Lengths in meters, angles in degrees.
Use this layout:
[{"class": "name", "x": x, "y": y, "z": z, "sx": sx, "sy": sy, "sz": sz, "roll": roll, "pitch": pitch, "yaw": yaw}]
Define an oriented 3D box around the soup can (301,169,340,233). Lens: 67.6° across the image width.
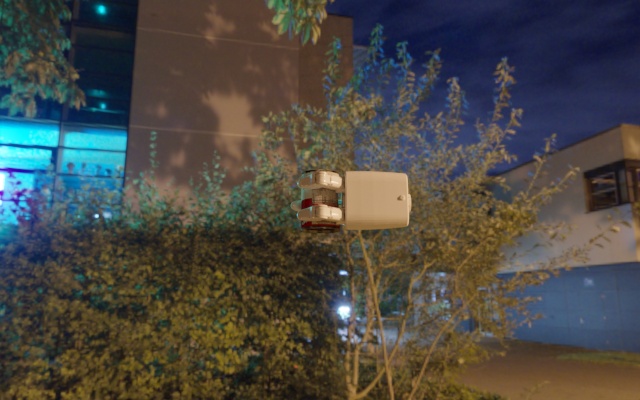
[{"class": "soup can", "x": 0.000, "y": 0.002, "z": 0.830, "sx": 0.068, "sy": 0.102, "sz": 0.068, "roll": 0, "pitch": -11, "yaw": 0}]
